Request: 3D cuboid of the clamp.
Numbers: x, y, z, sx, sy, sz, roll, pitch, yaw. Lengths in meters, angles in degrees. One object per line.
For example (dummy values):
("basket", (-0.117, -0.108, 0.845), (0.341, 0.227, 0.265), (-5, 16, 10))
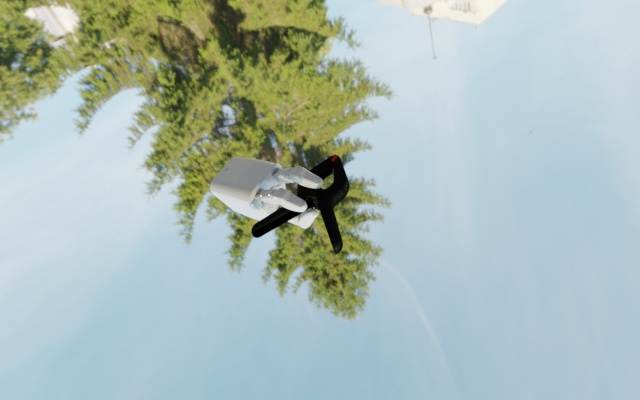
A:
("clamp", (0.000, 0.003, 0.821), (0.164, 0.210, 0.036), (16, -37, 29))
